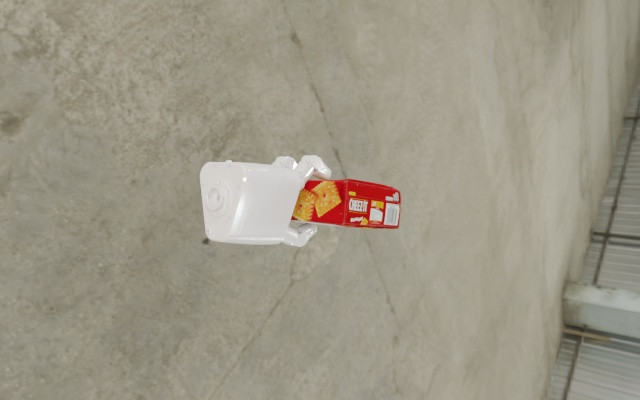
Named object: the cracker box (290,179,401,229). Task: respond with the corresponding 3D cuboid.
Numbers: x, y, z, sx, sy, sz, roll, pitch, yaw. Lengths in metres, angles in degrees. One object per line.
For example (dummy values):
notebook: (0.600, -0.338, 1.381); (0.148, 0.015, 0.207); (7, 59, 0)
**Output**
cracker box: (0.000, 0.003, 0.783); (0.213, 0.072, 0.164); (4, -2, 38)
